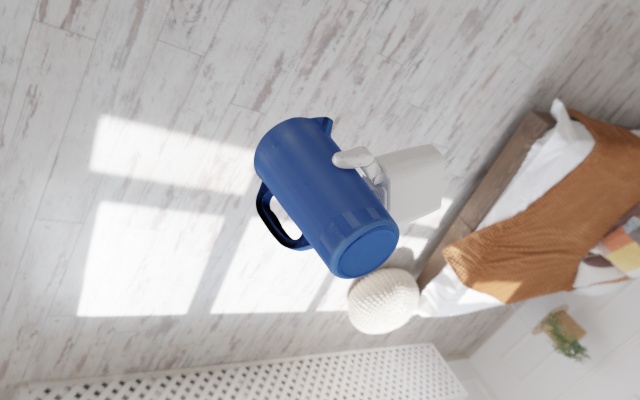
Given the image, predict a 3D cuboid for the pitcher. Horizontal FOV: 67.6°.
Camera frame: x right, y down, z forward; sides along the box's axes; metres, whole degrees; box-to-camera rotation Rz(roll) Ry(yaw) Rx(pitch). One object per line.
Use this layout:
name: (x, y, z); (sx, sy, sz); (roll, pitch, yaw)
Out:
pitcher: (0.000, 0.002, 0.699); (0.145, 0.149, 0.242); (-18, 48, -21)
